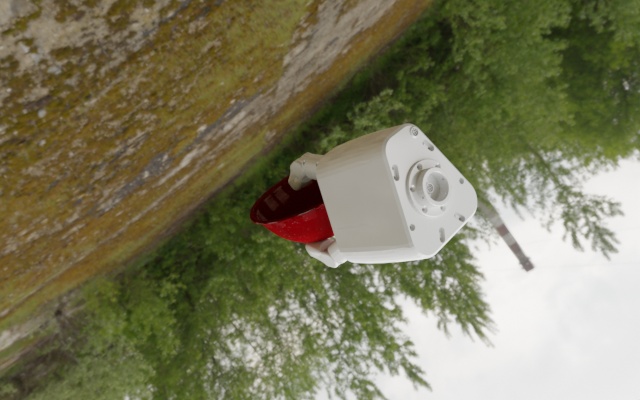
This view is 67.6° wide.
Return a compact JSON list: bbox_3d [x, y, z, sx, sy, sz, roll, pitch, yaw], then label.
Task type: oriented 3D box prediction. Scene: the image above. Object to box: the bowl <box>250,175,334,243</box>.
[{"bbox_3d":[0.000,0.002,0.563,0.162,0.055,0.162,-24,20,9],"label":"bowl"}]
